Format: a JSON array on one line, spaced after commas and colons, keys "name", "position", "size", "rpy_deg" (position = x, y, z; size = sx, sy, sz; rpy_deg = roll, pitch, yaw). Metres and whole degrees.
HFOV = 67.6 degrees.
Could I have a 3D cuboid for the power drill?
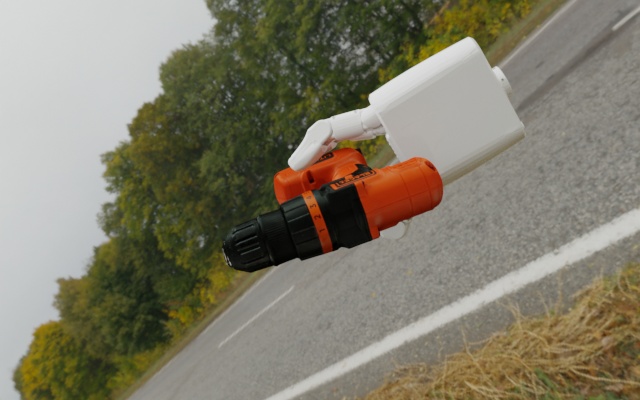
[{"name": "power drill", "position": [0.000, 0.001, 0.451], "size": [0.184, 0.057, 0.187], "rpy_deg": [-18, 15, -5]}]
